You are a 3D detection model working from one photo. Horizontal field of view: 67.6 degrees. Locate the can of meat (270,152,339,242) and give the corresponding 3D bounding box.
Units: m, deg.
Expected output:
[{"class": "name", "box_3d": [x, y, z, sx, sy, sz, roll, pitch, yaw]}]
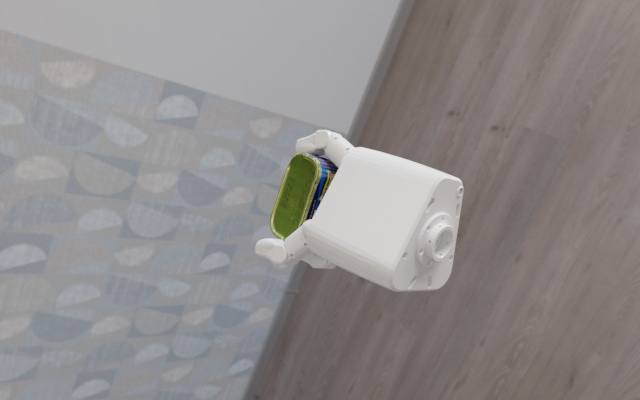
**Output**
[{"class": "can of meat", "box_3d": [0.000, 0.002, 0.531, 0.084, 0.102, 0.057, 8, 14, -44]}]
